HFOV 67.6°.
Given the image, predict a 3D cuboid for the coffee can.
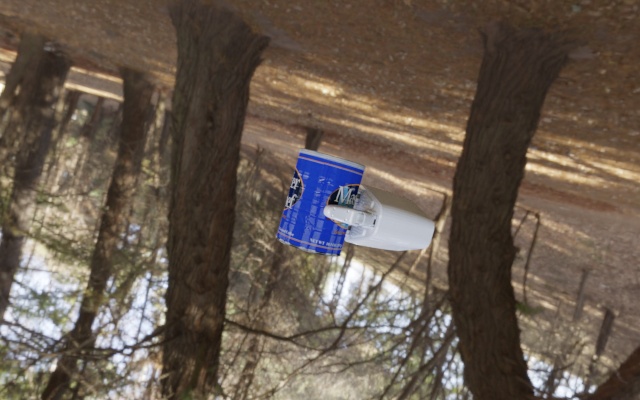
[{"bbox_3d":[0.000,0.002,0.720,0.103,0.140,0.103,16,3,-1],"label":"coffee can"}]
